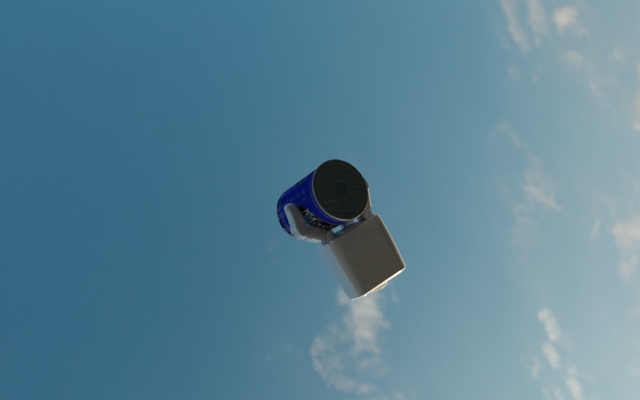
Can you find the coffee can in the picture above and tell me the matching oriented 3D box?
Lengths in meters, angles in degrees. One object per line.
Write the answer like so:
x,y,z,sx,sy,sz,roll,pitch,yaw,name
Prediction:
0.000,0.002,0.814,0.103,0.102,0.140,0,-17,-31,coffee can
